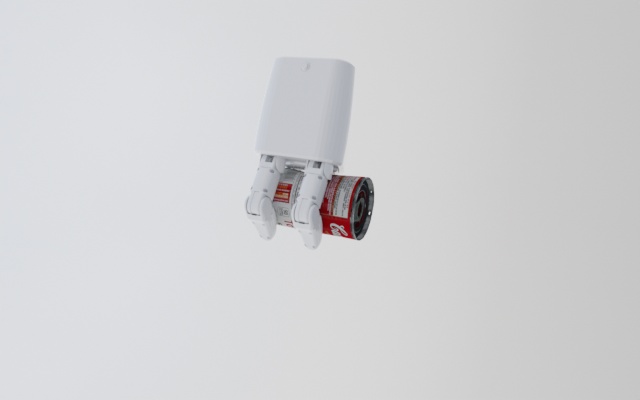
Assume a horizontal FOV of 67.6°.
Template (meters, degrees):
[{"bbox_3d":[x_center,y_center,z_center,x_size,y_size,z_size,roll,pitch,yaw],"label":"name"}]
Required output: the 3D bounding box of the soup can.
[{"bbox_3d":[0.000,0.002,0.522,0.102,0.068,0.068,9,3,22],"label":"soup can"}]
